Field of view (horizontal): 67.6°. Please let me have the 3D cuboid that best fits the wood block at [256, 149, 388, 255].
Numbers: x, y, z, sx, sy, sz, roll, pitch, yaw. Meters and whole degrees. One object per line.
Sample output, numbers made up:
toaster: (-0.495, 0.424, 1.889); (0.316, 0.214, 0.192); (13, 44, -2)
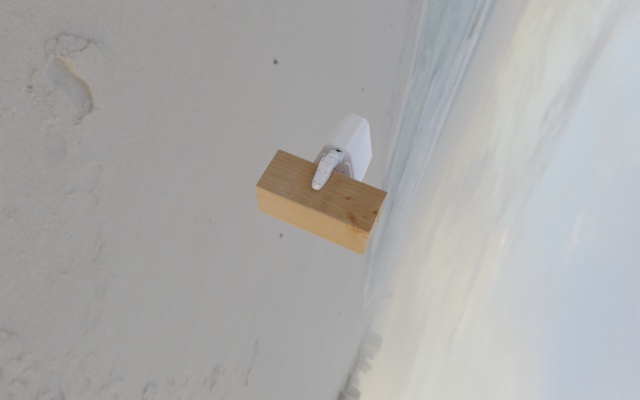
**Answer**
wood block: (0.000, 0.002, 0.838); (0.206, 0.090, 0.091); (22, -30, 10)
